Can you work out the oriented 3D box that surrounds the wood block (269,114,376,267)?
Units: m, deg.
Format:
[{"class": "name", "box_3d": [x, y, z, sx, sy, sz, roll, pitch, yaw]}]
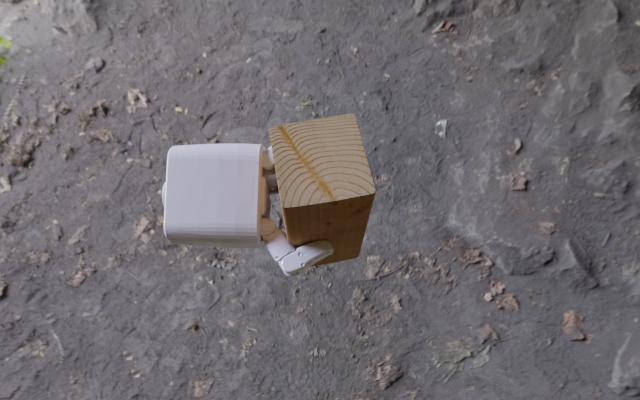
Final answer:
[{"class": "wood block", "box_3d": [0.000, 0.002, 0.545, 0.090, 0.090, 0.206, -10, -23, -4]}]
